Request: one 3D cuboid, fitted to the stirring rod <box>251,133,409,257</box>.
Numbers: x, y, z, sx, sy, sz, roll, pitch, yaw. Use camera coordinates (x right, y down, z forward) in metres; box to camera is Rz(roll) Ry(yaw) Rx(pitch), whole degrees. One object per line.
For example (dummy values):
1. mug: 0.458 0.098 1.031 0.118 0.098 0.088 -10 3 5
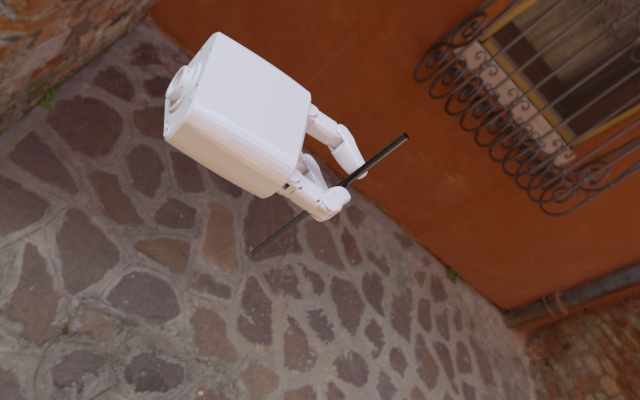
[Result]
1. stirring rod: 0.000 0.002 0.514 0.239 0.011 0.011 -38 -22 32
